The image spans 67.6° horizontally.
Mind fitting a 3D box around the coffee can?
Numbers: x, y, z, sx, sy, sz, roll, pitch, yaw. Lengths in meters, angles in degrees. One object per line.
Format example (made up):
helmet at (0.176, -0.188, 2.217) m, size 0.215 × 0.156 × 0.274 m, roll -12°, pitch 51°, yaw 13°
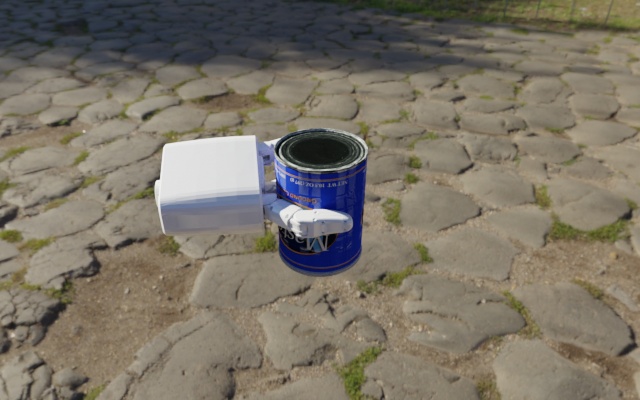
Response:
coffee can at (0.000, 0.002, 0.550) m, size 0.103 × 0.140 × 0.102 m, roll 0°, pitch 33°, yaw 0°
